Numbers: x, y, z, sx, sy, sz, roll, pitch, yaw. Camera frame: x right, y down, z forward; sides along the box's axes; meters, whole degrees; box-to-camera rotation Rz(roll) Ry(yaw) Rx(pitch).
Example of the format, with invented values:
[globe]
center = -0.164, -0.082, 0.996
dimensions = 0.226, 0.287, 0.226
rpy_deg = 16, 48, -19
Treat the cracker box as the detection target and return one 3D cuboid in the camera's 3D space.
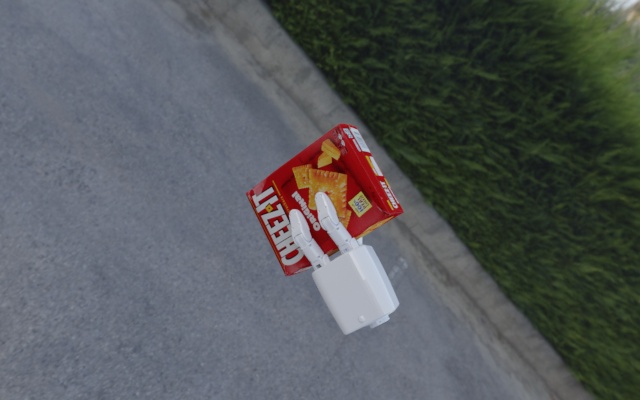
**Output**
[cracker box]
center = 0.000, 0.002, 0.773
dimensions = 0.214, 0.164, 0.072
rpy_deg = -33, -14, 25
